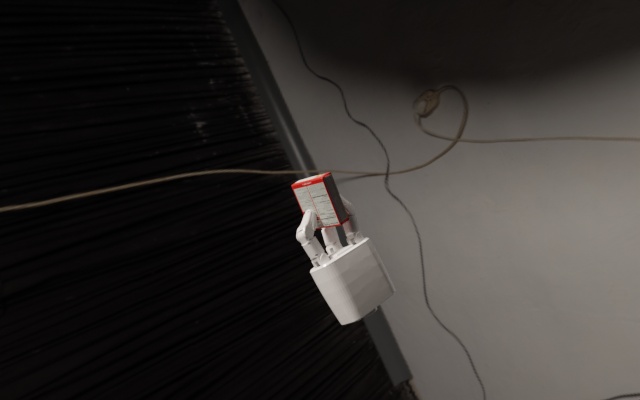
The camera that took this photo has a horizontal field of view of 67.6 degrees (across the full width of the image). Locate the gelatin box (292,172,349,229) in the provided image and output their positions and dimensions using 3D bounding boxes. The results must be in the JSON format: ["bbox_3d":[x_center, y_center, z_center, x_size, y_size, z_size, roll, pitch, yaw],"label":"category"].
[{"bbox_3d":[0.000,0.003,0.810,0.073,0.089,0.030,-12,16,42],"label":"gelatin box"}]
